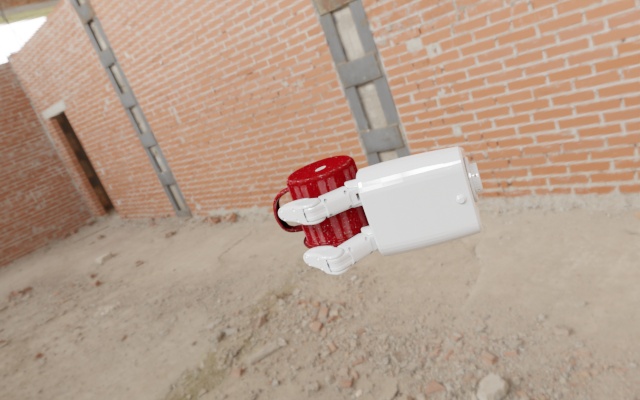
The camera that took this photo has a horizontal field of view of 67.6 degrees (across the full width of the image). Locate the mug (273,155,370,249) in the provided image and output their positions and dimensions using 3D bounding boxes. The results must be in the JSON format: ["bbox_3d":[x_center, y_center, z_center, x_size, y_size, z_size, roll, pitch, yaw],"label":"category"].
[{"bbox_3d":[-0.001,0.002,0.552,0.117,0.081,0.093,-14,17,19],"label":"mug"}]
